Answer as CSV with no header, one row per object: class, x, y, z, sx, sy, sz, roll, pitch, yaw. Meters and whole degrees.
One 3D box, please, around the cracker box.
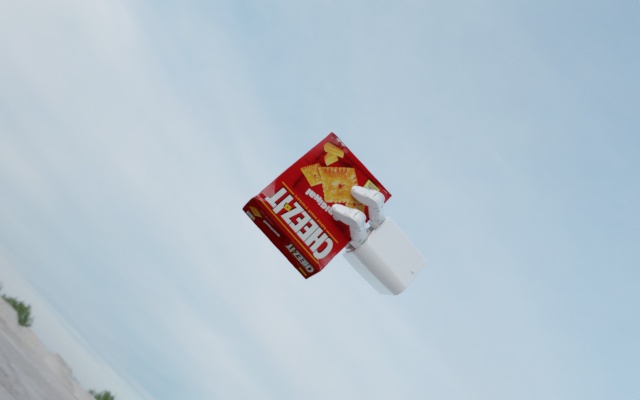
cracker box,0.000,0.003,0.832,0.213,0.164,0.072,-43,2,-32
